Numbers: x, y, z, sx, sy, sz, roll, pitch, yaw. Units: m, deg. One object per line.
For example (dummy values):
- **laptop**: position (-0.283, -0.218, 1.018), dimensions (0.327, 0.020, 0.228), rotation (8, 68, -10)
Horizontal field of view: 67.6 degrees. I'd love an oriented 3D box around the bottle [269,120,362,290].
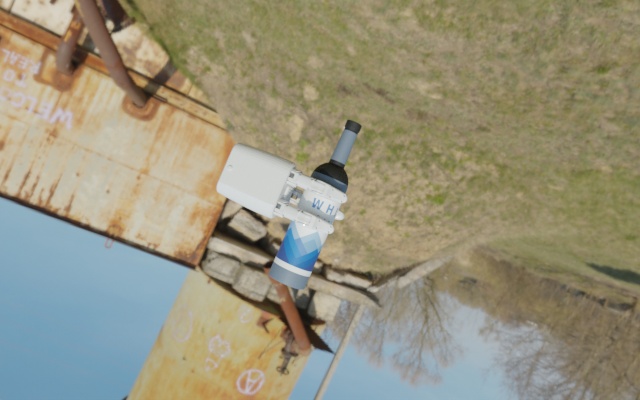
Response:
- **bottle**: position (0.000, 0.003, 0.813), dimensions (0.069, 0.295, 0.069), rotation (23, -1, 0)
